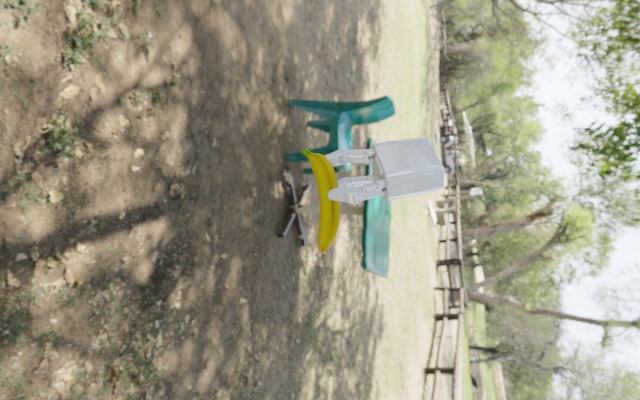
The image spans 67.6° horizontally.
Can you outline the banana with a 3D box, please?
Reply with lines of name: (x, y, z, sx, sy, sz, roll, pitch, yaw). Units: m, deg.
banana: (0.008, 0.000, 0.870, 0.037, 0.198, 0.069, -11, 7, -28)
